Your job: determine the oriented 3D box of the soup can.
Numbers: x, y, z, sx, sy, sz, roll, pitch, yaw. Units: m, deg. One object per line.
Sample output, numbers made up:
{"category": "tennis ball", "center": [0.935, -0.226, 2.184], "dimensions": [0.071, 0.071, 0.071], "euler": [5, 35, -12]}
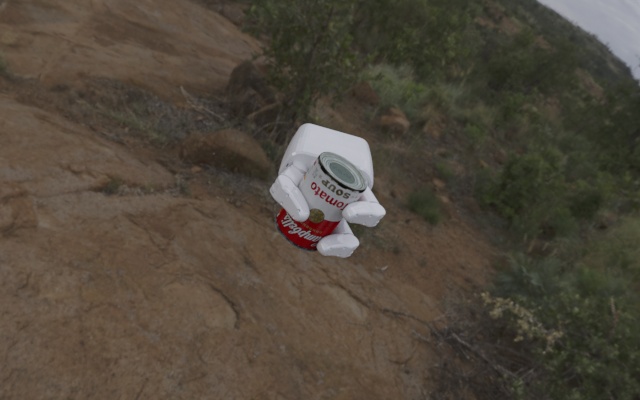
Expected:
{"category": "soup can", "center": [0.000, 0.002, 0.563], "dimensions": [0.068, 0.102, 0.068], "euler": [28, 29, -17]}
